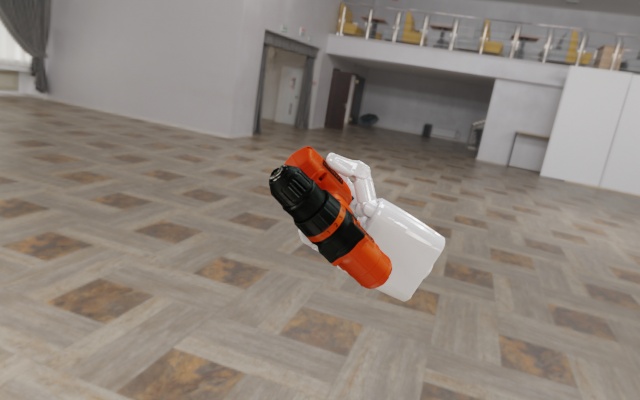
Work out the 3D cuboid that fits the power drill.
[{"bbox_3d":[0.000,0.002,0.574,0.057,0.184,0.187,-37,27,10],"label":"power drill"}]
